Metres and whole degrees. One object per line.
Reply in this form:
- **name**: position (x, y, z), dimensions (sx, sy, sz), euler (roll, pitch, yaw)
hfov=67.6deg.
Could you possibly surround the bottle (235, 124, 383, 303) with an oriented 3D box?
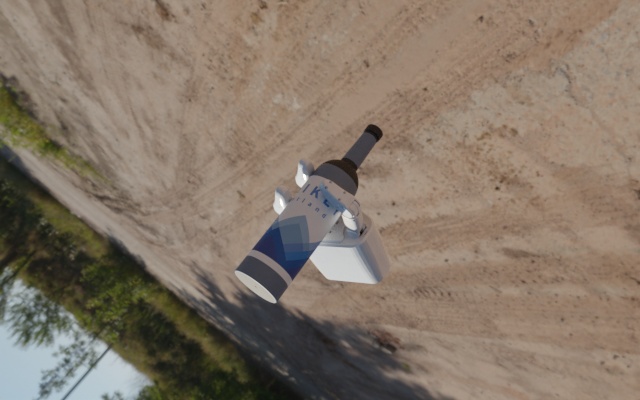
- **bottle**: position (0.000, 0.002, 0.659), dimensions (0.069, 0.295, 0.069), euler (31, -24, 16)
